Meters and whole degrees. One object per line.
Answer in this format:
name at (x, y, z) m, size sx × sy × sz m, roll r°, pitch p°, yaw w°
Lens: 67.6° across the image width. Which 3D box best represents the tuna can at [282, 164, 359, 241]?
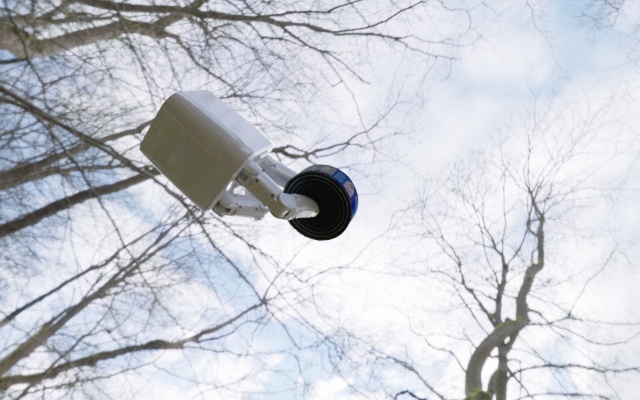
tuna can at (0.000, 0.002, 0.555) m, size 0.086 × 0.086 × 0.033 m, roll 0°, pitch 22°, yaw 22°
